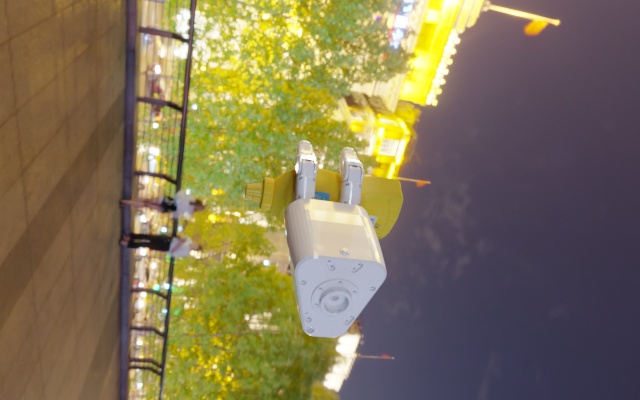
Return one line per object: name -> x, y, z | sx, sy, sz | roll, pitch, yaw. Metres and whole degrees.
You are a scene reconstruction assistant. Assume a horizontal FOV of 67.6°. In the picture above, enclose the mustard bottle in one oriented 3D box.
mustard bottle -> 0.000, 0.002, 0.609 | 0.191, 0.058, 0.096 | 7, -38, -12
